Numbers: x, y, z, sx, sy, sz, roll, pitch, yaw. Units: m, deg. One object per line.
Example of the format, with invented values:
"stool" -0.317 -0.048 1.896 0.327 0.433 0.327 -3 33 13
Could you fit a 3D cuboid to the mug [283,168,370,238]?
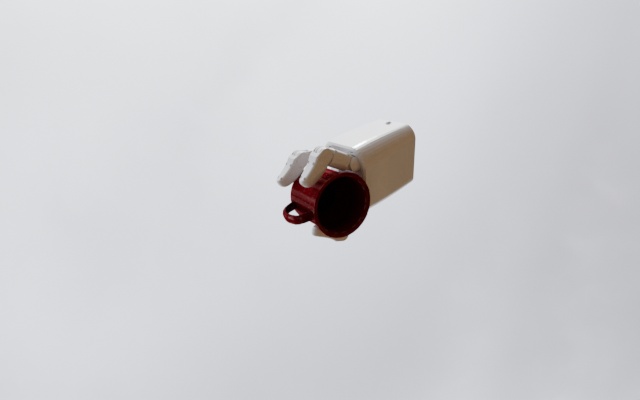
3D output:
"mug" -0.001 0.003 0.674 0.117 0.093 0.081 -28 28 -24
